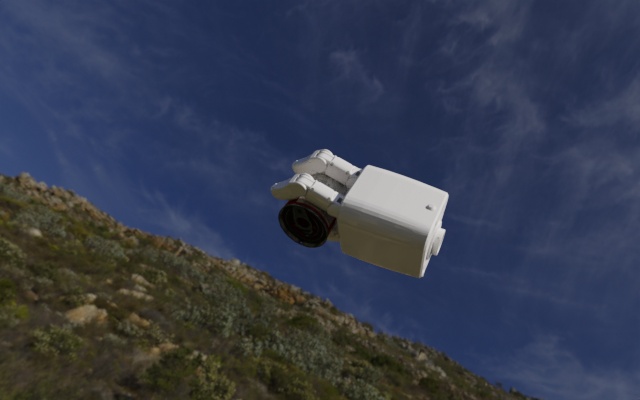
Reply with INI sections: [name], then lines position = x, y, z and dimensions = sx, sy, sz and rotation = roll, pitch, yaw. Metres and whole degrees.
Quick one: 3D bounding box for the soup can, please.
[soup can]
position = 0.000, 0.002, 0.616
dimensions = 0.068, 0.068, 0.102
rotation = 0, 37, 34
